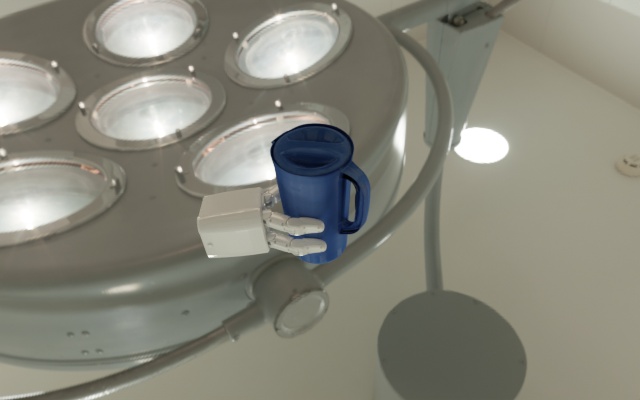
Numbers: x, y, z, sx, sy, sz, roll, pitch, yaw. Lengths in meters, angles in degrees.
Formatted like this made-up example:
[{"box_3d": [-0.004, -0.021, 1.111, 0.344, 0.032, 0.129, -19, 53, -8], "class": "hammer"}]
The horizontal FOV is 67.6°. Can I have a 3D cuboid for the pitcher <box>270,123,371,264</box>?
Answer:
[{"box_3d": [0.000, 0.003, 0.826, 0.145, 0.243, 0.149, -9, 45, -4], "class": "pitcher"}]
